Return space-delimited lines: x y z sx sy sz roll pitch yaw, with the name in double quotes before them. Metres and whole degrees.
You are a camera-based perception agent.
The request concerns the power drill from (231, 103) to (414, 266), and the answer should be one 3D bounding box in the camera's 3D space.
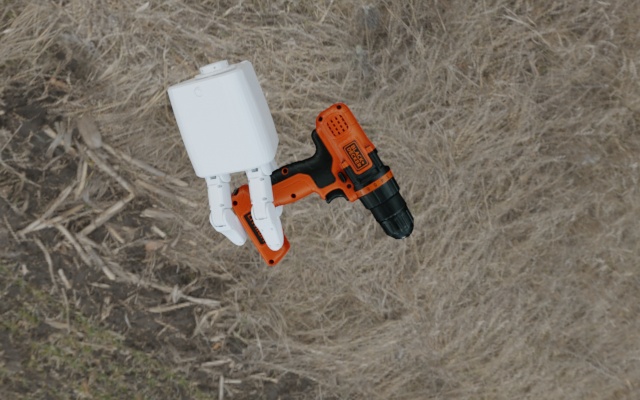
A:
"power drill" 0.000 0.002 0.588 0.187 0.184 0.057 -31 3 5
